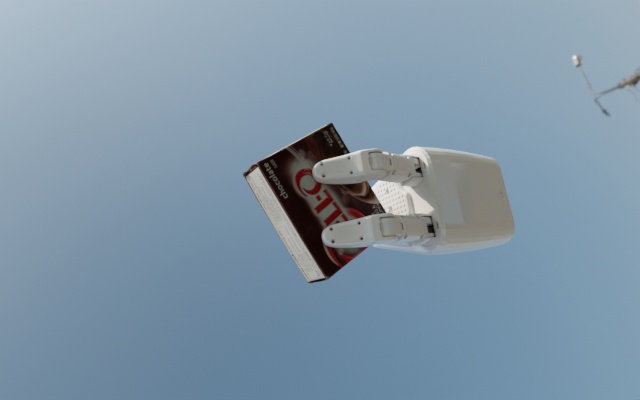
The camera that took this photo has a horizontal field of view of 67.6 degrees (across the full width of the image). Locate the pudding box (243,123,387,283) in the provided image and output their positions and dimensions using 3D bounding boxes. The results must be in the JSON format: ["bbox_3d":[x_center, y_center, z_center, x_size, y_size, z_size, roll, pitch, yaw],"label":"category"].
[{"bbox_3d":[0.000,0.001,0.417,0.090,0.113,0.039,-34,2,-36],"label":"pudding box"}]
